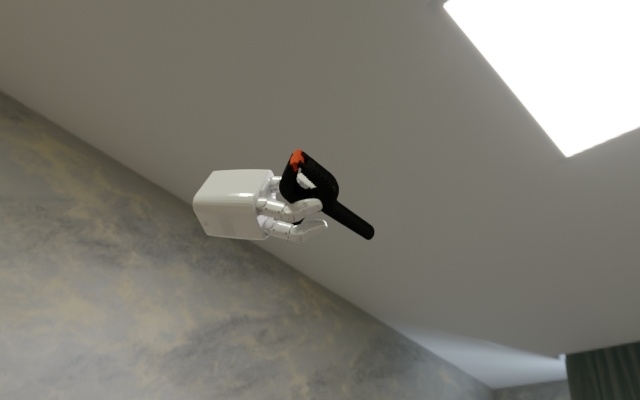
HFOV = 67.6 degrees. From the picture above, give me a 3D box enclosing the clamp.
[{"bbox_3d":[0.000,0.002,0.765,0.164,0.036,0.210,2,-39,12],"label":"clamp"}]
